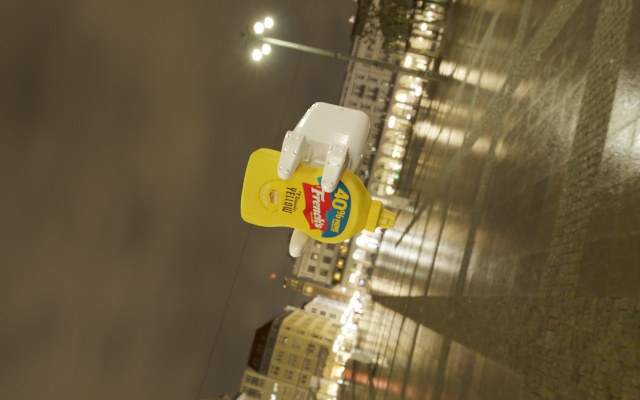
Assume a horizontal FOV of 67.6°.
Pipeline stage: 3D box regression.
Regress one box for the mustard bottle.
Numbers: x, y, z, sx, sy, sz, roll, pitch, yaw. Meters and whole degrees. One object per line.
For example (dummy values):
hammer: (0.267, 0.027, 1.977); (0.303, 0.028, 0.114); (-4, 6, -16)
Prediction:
mustard bottle: (0.000, 0.002, 0.600); (0.191, 0.096, 0.058); (15, 17, 8)
